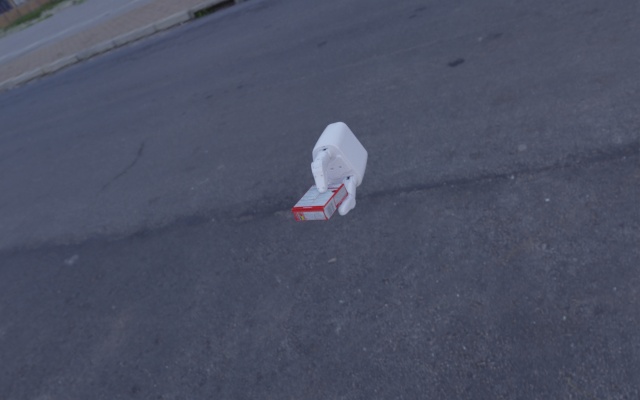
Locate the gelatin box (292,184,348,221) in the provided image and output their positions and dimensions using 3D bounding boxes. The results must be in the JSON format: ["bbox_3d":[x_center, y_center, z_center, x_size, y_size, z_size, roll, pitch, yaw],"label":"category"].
[{"bbox_3d":[0.000,0.003,0.891,0.073,0.030,0.089,-3,31,34],"label":"gelatin box"}]
